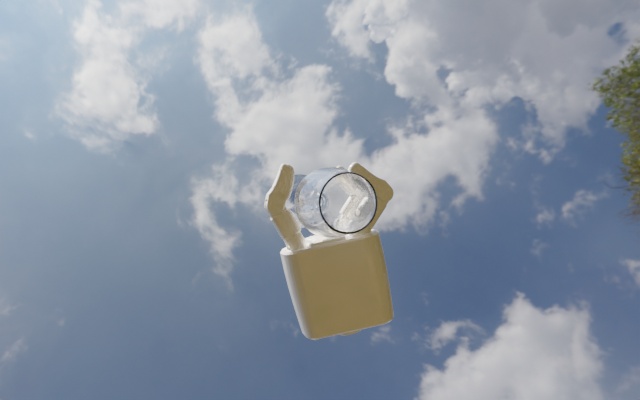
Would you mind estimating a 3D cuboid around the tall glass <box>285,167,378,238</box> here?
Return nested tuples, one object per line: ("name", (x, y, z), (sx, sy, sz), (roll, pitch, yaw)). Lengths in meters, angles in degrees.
("tall glass", (0.000, 0.002, 0.564), (0.079, 0.079, 0.201), (0, 0, -16))
